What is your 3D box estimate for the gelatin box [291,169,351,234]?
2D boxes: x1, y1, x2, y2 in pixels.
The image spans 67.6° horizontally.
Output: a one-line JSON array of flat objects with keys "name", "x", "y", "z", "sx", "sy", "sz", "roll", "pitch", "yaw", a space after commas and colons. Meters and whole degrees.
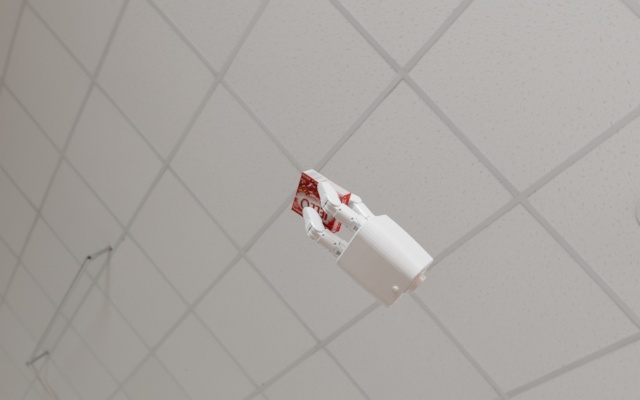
[{"name": "gelatin box", "x": 0.000, "y": 0.002, "z": 0.773, "sx": 0.089, "sy": 0.073, "sz": 0.030, "roll": 33, "pitch": 30, "yaw": 28}]
